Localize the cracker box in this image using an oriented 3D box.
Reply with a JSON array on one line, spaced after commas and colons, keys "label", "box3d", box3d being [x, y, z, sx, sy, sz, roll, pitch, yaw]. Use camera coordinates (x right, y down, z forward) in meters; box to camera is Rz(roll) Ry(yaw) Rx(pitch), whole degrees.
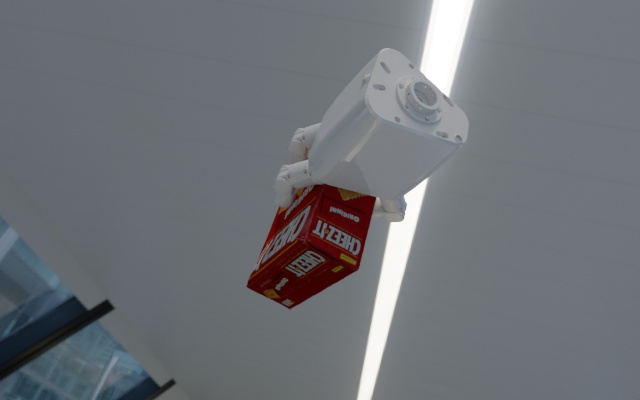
[{"label": "cracker box", "box3d": [0.000, 0.002, 0.567, 0.072, 0.213, 0.164, 29, -36, -14]}]
